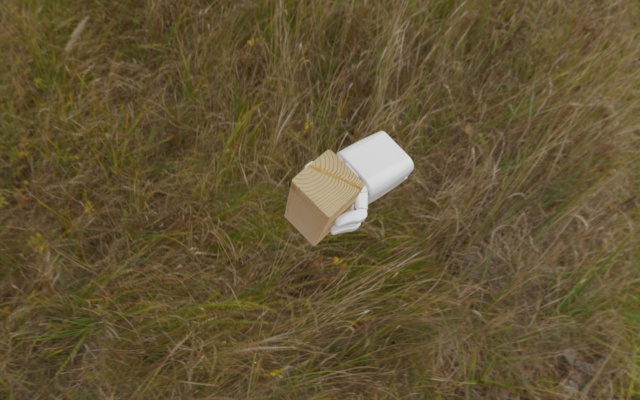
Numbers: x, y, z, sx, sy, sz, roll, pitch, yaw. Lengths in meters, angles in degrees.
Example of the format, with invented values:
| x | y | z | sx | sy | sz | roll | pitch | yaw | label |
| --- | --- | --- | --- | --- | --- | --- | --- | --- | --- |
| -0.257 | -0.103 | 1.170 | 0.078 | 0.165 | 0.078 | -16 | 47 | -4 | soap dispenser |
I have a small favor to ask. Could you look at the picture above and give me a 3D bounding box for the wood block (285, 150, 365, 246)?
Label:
| x | y | z | sx | sy | sz | roll | pitch | yaw | label |
| --- | --- | --- | --- | --- | --- | --- | --- | --- | --- |
| 0.000 | 0.002 | 0.883 | 0.090 | 0.091 | 0.206 | -41 | -9 | -18 | wood block |
